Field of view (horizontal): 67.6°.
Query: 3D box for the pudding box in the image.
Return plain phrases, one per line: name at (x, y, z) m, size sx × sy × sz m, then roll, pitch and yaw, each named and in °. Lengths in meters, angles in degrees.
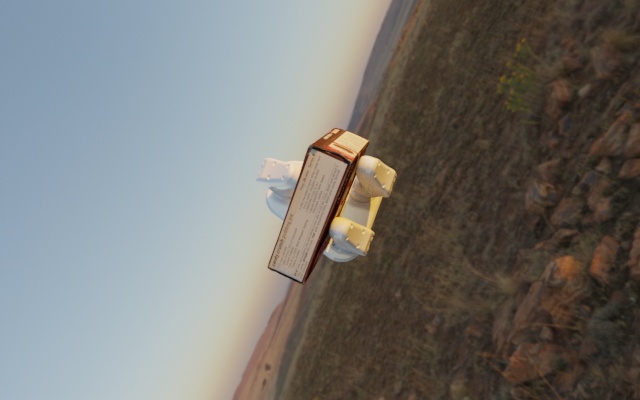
pudding box at (0.000, 0.001, 0.402) m, size 0.039 × 0.113 × 0.090 m, roll 21°, pitch 21°, yaw 6°
